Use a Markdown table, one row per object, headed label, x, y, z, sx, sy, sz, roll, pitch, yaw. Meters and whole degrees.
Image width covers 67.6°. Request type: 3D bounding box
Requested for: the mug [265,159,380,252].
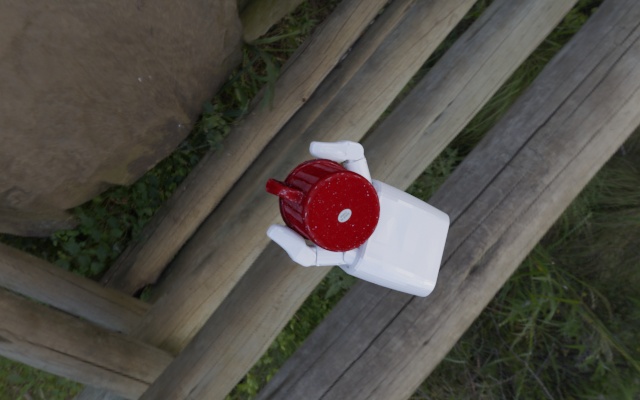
| label | x | y | z | sx | sy | sz | roll | pitch | yaw |
| --- | --- | --- | --- | --- | --- | --- | --- | --- | --- |
| mug | -0.001 | 0.001 | 0.491 | 0.117 | 0.093 | 0.081 | 21 | 2 | -20 |
